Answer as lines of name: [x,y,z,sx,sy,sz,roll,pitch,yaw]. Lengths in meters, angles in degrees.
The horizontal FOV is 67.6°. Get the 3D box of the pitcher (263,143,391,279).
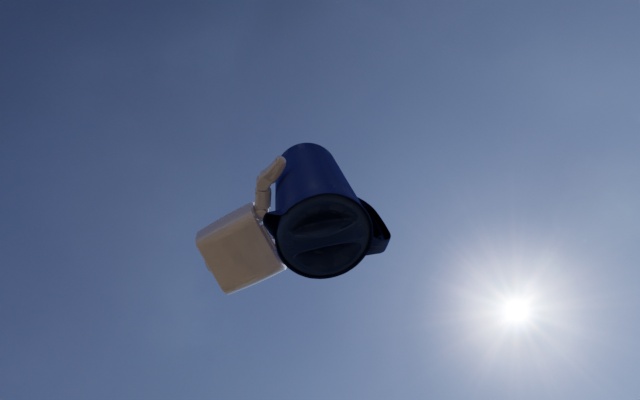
pitcher: [0.000,0.002,0.738,0.145,0.149,0.242,-28,27,6]
